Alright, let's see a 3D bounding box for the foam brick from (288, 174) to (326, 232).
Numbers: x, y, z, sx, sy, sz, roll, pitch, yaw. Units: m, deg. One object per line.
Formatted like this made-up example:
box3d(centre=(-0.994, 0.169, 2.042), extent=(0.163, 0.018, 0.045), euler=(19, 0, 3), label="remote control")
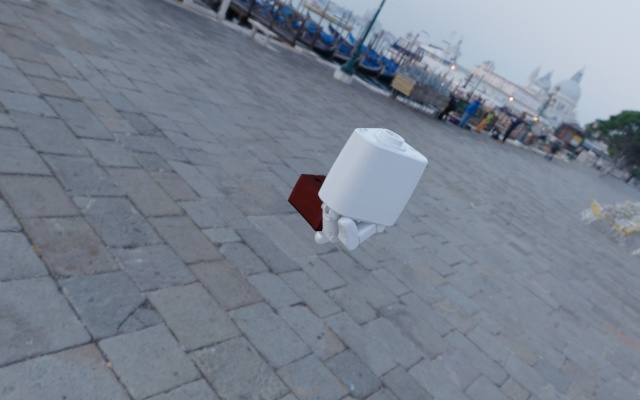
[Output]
box3d(centre=(0.000, 0.002, 0.705), extent=(0.053, 0.051, 0.078), euler=(0, 35, -44), label="foam brick")
